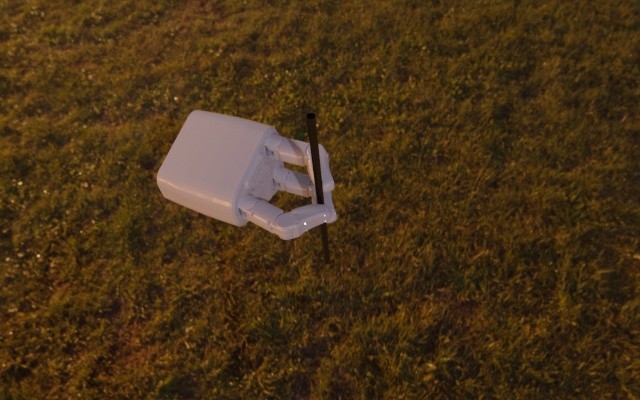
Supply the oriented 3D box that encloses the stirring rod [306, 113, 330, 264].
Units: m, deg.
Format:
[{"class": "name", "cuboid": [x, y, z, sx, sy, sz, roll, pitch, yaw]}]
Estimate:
[{"class": "stirring rod", "cuboid": [0.000, 0.002, 0.508, 0.011, 0.011, 0.240, 0, -39, 5]}]
